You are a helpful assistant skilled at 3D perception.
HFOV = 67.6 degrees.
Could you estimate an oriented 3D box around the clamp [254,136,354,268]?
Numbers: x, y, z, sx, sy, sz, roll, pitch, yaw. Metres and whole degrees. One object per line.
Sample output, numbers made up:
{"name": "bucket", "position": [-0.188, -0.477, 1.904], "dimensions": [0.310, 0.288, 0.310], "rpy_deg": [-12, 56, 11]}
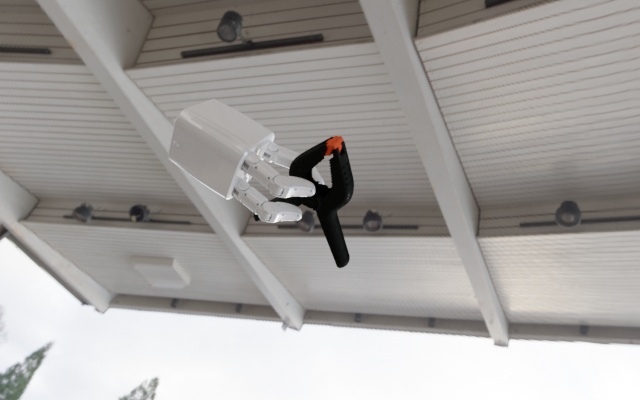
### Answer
{"name": "clamp", "position": [0.000, 0.001, 0.674], "dimensions": [0.164, 0.210, 0.036], "rpy_deg": [33, 43, 3]}
